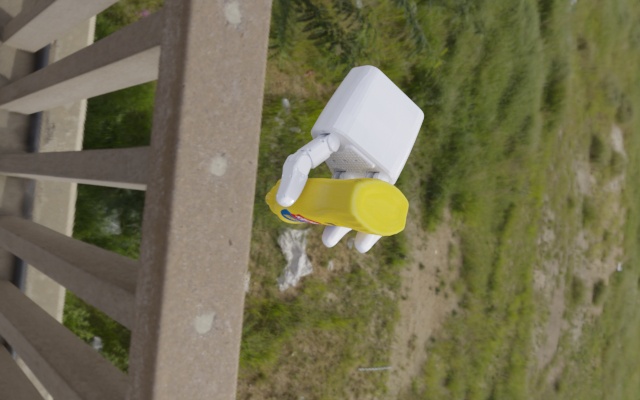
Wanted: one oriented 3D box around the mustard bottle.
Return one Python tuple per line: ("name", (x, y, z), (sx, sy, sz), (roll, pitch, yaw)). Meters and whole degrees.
("mustard bottle", (0.000, 0.002, 0.563), (0.096, 0.058, 0.191), (15, -7, -44))
